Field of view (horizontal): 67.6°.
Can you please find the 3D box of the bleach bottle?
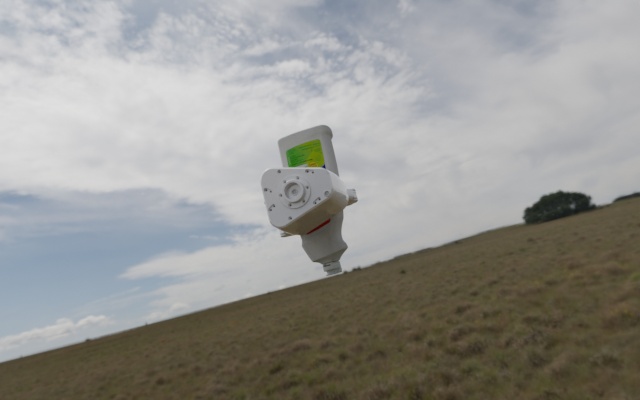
[{"bbox_3d":[0.000,0.003,0.829,0.102,0.250,0.068,-17,-11,11],"label":"bleach bottle"}]
